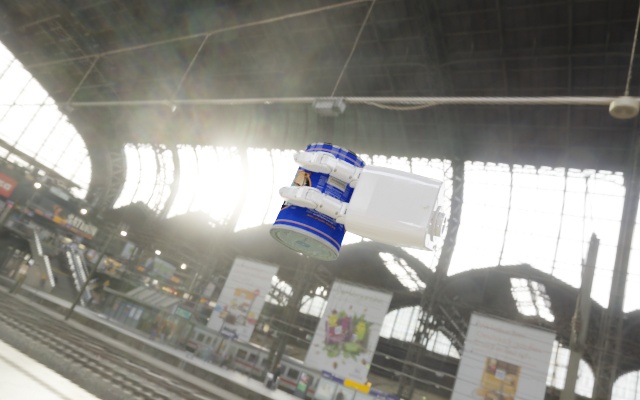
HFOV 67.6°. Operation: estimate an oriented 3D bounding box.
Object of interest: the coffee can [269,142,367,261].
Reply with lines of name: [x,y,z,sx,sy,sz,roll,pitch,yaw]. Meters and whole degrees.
coffee can: [0.000,0.002,0.689,0.103,0.140,0.103,19,-20,7]
